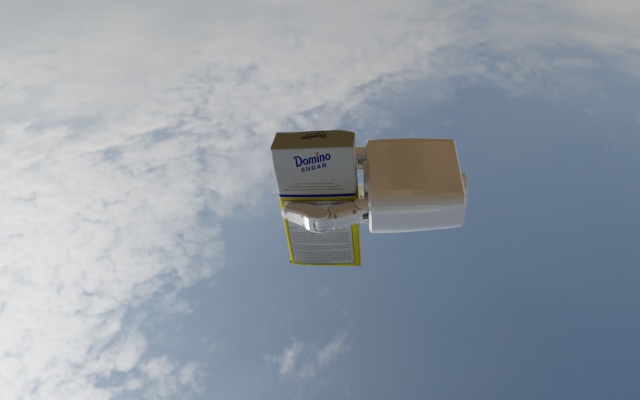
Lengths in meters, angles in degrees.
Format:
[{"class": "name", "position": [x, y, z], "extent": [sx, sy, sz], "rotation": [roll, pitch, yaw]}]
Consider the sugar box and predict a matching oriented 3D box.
[{"class": "sugar box", "position": [0.000, 0.002, 0.574], "extent": [0.093, 0.176, 0.048], "rotation": [0, 35, 8]}]
